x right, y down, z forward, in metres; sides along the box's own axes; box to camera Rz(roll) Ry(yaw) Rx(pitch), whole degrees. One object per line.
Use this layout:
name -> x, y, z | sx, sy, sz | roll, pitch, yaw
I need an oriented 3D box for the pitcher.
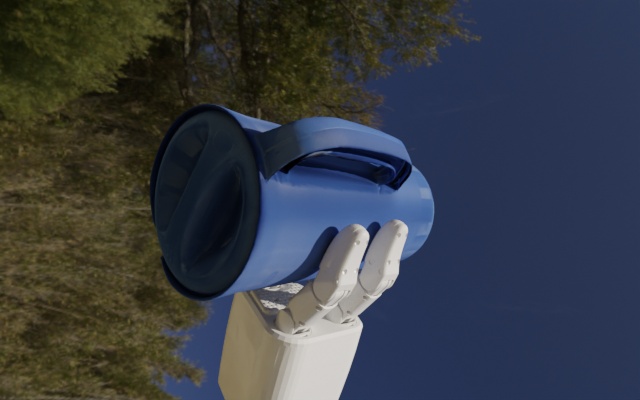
pitcher -> 0.000, 0.001, 0.400 | 0.149, 0.145, 0.243 | 25, 15, 40
